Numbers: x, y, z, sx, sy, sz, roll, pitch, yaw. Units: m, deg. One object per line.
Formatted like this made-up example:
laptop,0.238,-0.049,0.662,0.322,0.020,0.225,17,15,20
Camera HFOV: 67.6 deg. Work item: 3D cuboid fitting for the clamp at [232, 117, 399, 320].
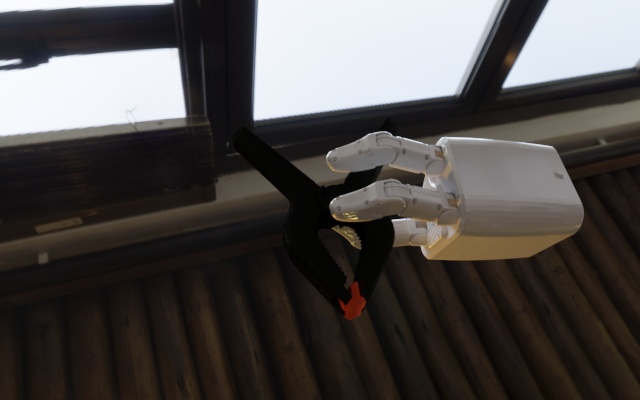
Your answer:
clamp,0.000,0.002,0.421,0.164,0.209,0.036,0,-38,-4
